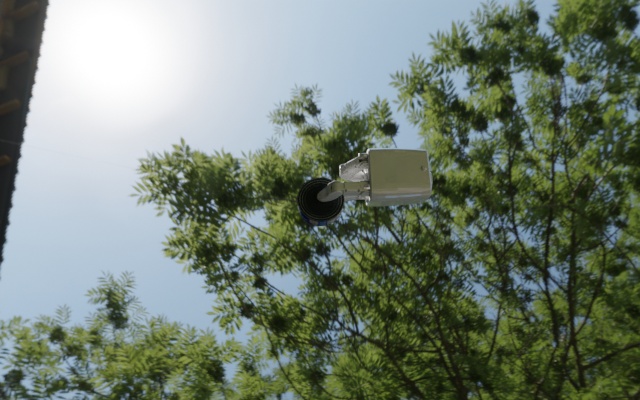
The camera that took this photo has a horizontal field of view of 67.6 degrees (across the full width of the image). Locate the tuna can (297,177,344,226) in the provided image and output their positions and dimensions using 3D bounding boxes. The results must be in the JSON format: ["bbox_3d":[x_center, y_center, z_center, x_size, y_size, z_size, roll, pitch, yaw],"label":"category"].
[{"bbox_3d":[0.000,0.003,0.875,0.086,0.086,0.034,0,-21,-1],"label":"tuna can"}]
